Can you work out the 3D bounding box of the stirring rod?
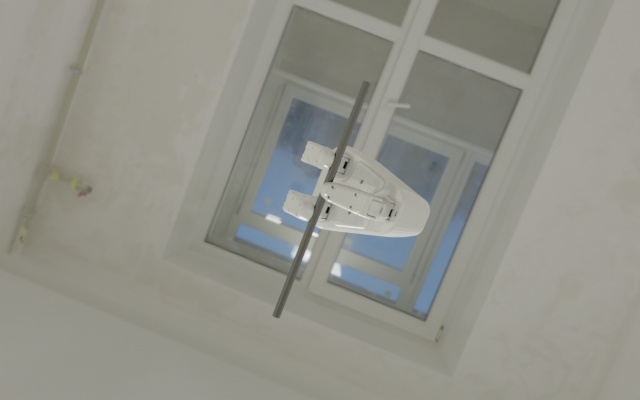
[{"bbox_3d":[0.000,0.001,0.456,0.011,0.239,0.011,21,5,-2],"label":"stirring rod"}]
